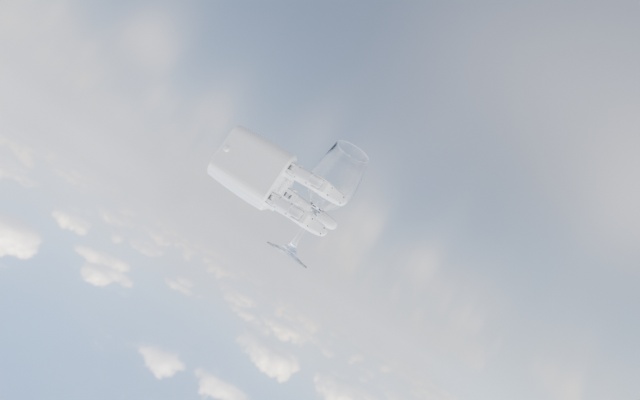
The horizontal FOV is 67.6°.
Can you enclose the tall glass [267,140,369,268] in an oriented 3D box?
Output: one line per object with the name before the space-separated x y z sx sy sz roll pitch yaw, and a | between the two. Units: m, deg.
tall glass | 0.000 0.003 0.757 0.079 0.201 0.079 32 -9 6
